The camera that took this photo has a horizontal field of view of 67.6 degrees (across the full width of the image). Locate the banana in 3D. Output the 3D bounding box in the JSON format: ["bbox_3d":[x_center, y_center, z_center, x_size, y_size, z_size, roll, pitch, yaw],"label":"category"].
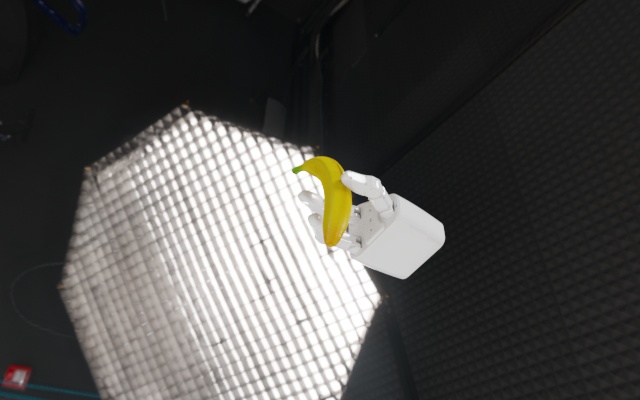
[{"bbox_3d":[0.011,-0.013,0.670,0.037,0.070,0.197,31,19,-31],"label":"banana"}]
